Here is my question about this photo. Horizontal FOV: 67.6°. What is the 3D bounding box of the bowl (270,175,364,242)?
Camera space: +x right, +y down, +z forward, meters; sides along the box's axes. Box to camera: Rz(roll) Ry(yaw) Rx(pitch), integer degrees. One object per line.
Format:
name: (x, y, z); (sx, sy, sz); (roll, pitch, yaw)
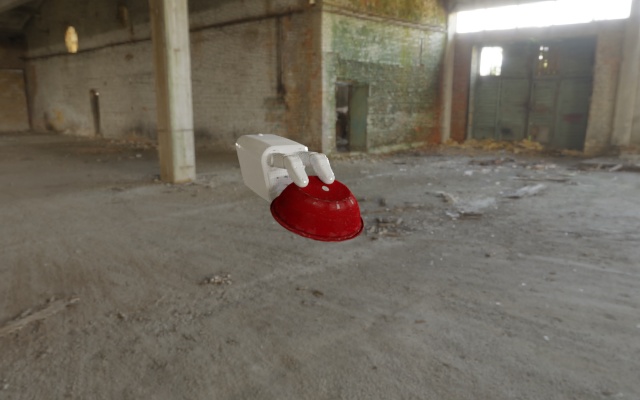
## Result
bowl: (0.001, 0.003, 0.792); (0.162, 0.055, 0.162); (11, 27, -6)
